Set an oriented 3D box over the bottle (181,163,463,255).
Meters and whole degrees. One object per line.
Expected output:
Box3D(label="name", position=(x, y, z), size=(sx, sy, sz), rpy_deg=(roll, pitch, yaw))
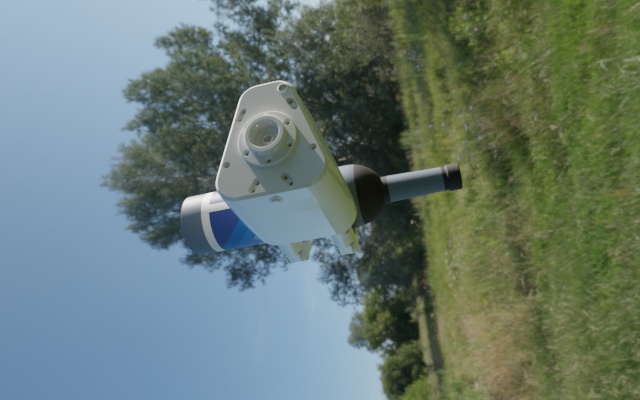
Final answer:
Box3D(label="bottle", position=(0.000, 0.002, 0.514), size=(0.296, 0.069, 0.069), rpy_deg=(-11, -2, 10))
